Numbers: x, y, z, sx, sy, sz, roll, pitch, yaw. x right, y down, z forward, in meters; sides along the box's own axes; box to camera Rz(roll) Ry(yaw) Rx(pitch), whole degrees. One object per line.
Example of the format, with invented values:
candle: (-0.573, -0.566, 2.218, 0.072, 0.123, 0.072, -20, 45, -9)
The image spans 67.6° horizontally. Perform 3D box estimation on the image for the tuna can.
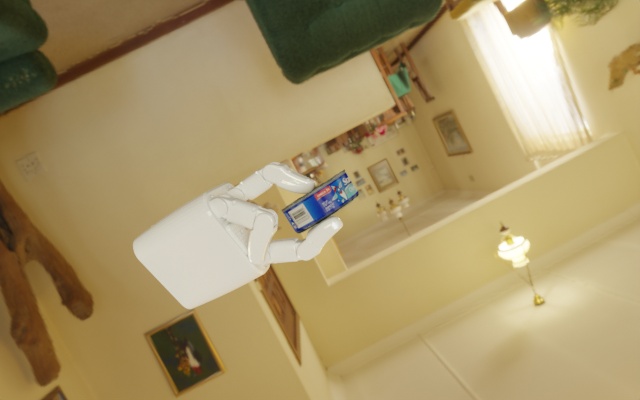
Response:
tuna can: (0.000, 0.002, 0.540, 0.086, 0.034, 0.086, -33, 2, 1)
